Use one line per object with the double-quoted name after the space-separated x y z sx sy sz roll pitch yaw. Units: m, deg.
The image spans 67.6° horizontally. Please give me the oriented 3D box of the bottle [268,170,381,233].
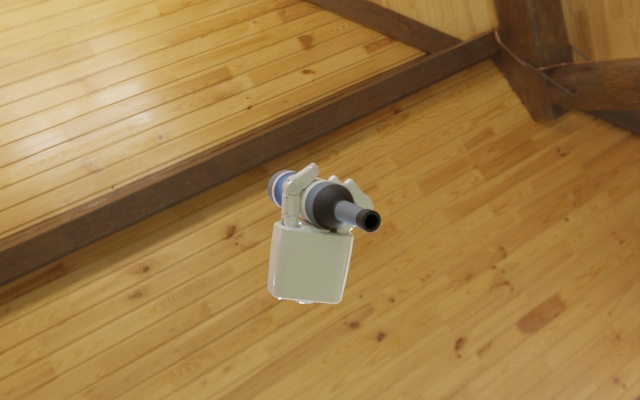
0.000 0.002 0.706 0.069 0.069 0.295 0 9 -25 "bottle"
